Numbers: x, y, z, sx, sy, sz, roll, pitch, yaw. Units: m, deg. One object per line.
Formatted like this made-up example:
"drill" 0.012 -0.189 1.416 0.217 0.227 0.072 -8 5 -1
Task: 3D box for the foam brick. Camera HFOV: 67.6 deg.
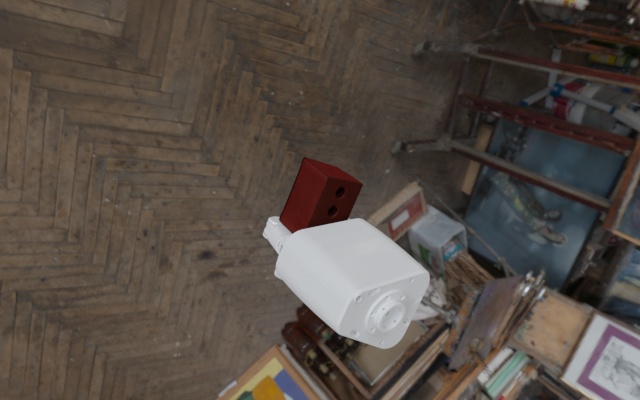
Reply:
"foam brick" 0.000 0.001 0.520 0.053 0.078 0.051 10 18 -40
